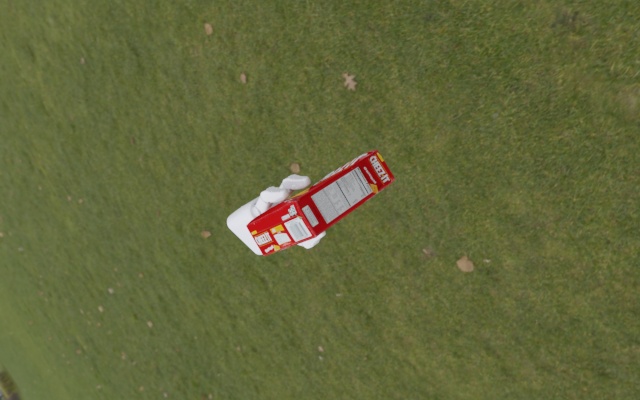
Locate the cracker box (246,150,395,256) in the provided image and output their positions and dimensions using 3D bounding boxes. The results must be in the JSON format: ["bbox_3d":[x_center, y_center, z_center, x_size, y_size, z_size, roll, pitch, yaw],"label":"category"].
[{"bbox_3d":[0.000,0.003,0.823,0.213,0.072,0.164,-34,5,-39],"label":"cracker box"}]
